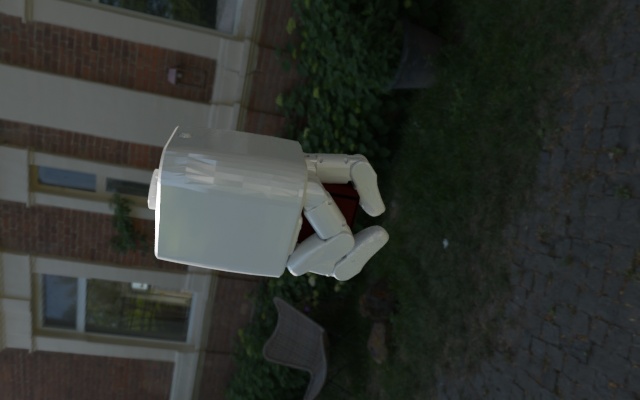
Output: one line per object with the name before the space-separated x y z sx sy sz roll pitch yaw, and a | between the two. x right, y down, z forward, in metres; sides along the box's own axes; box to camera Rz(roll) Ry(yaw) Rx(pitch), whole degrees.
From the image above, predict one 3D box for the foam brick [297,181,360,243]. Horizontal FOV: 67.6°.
foam brick | 0.000 0.001 0.444 0.051 0.053 0.078 8 22 -11
